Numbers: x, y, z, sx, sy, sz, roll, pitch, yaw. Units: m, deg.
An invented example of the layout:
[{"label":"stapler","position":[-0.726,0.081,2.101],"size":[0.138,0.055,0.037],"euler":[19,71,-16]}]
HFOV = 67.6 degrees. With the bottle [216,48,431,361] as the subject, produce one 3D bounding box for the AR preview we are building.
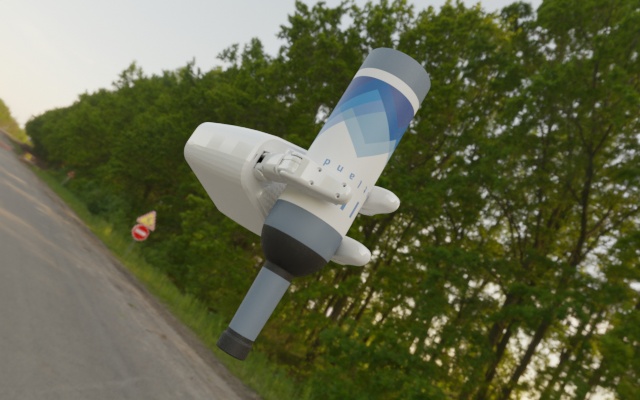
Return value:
[{"label":"bottle","position":[0.000,0.001,0.421],"size":[0.069,0.295,0.069],"euler":[30,-12,7]}]
